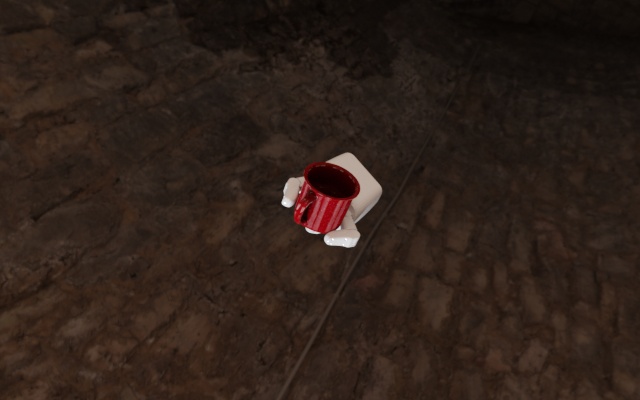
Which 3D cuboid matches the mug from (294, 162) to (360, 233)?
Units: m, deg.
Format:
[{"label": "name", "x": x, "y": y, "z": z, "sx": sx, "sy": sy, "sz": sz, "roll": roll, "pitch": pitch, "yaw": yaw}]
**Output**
[{"label": "mug", "x": -0.001, "y": 0.003, "z": 0.759, "sx": 0.093, "sy": 0.081, "sz": 0.117, "roll": 36, "pitch": 40, "yaw": 18}]
